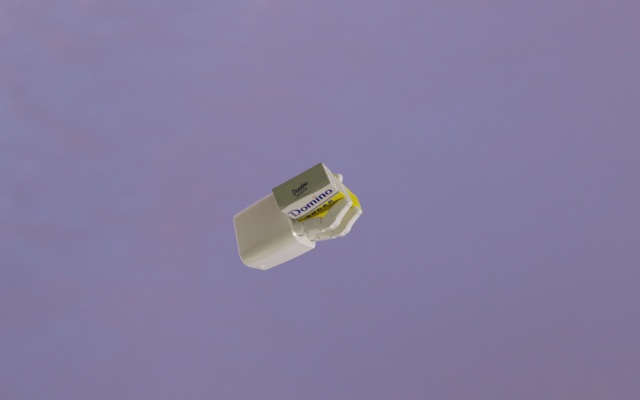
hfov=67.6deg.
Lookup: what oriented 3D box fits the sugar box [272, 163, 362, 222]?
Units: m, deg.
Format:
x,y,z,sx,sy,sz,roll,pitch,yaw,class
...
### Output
x,y,z,sx,sy,sz,roll,pitch,yaw,class
0.000,0.003,0.796,0.093,0.048,0.176,-28,-22,12,sugar box
